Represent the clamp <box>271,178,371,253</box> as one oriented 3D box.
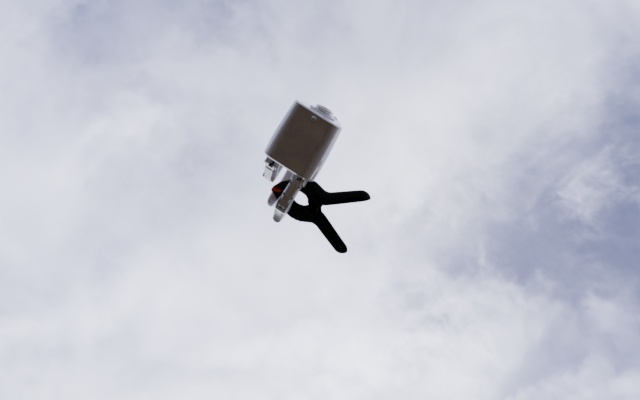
[{"bbox_3d":[0.000,0.003,0.831,0.171,0.120,0.039,33,15,4],"label":"clamp"}]
